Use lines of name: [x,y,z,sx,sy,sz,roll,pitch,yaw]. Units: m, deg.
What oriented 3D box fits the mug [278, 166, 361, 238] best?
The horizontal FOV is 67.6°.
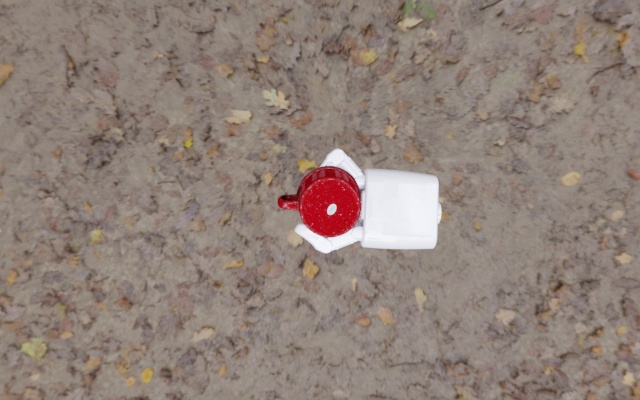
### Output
mug: [-0.001,0.002,0.649,0.117,0.093,0.081,3,10,-1]
